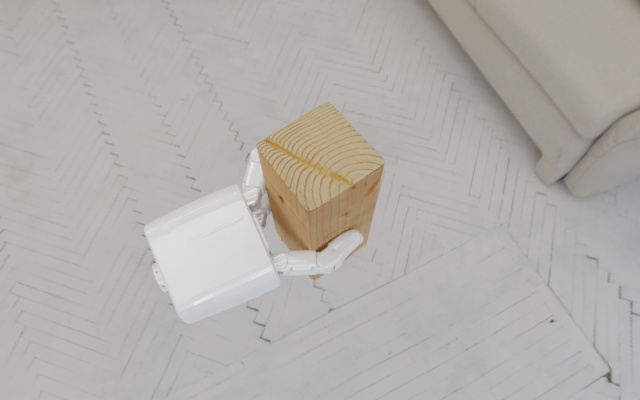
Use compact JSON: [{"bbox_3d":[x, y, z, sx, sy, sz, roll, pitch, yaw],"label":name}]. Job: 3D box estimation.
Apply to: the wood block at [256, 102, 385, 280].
[{"bbox_3d":[0.000,0.002,0.535,0.090,0.090,0.206,-33,-22,-15],"label":"wood block"}]
